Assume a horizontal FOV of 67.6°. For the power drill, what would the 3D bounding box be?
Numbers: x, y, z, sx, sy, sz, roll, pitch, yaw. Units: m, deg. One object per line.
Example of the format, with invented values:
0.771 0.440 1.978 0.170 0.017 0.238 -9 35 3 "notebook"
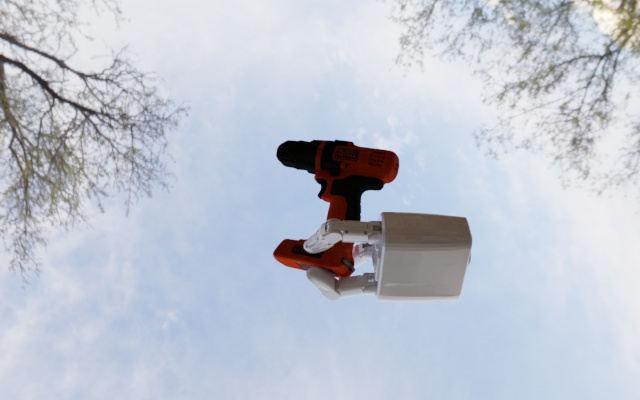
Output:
0.000 0.003 0.653 0.184 0.187 0.057 9 -20 25 "power drill"
